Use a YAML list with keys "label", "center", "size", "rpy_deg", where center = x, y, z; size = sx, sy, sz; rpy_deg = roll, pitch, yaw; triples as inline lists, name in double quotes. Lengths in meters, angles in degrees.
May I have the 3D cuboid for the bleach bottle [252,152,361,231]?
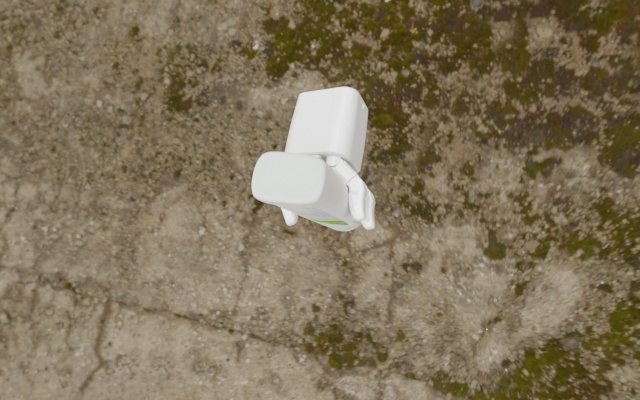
- label: "bleach bottle"
  center: [0.000, 0.002, 0.702]
  size: [0.102, 0.068, 0.251]
  rpy_deg: [7, -12, 21]
